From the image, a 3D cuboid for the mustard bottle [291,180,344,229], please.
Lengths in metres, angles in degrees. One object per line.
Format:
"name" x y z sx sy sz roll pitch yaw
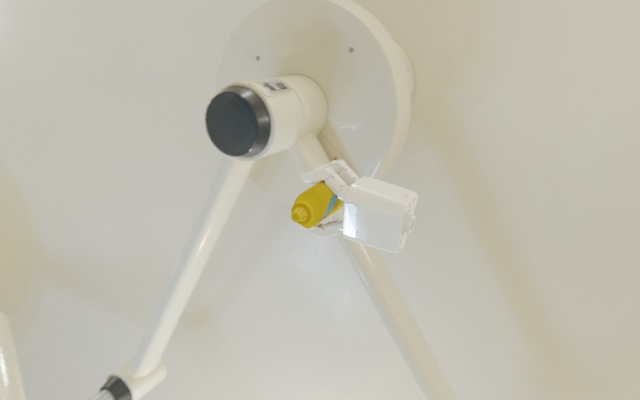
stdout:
"mustard bottle" 0.000 0.003 0.877 0.058 0.096 0.191 40 29 10
